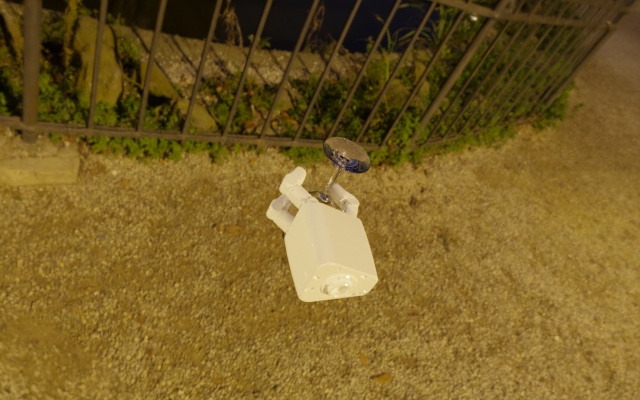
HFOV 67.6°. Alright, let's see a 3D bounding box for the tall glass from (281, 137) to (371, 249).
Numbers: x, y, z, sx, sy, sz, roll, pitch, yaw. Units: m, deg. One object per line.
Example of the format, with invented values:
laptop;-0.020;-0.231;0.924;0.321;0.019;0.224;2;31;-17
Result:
tall glass;0.000;0.002;0.737;0.079;0.079;0.201;0;-42;-31
